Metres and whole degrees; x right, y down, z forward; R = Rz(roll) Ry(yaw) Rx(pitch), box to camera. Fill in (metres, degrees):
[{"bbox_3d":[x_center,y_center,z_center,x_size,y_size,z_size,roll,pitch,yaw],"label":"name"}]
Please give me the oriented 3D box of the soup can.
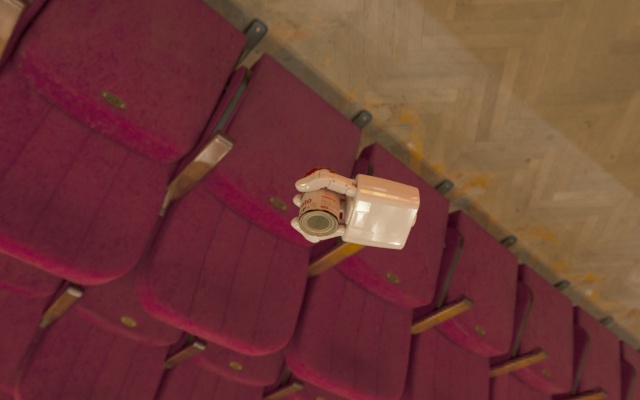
[{"bbox_3d":[0.000,0.003,0.803,0.068,0.102,0.069,3,-44,3],"label":"soup can"}]
